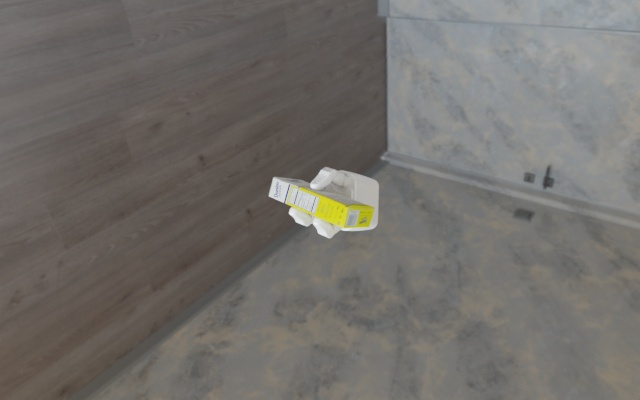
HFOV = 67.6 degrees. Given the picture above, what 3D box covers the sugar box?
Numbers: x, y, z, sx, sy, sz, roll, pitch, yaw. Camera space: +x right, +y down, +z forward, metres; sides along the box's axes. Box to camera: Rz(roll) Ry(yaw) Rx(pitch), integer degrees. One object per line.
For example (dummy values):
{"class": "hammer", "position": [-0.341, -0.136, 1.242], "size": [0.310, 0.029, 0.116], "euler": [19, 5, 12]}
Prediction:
{"class": "sugar box", "position": [0.000, 0.003, 0.879], "size": [0.176, 0.048, 0.093], "euler": [19, 9, 34]}
